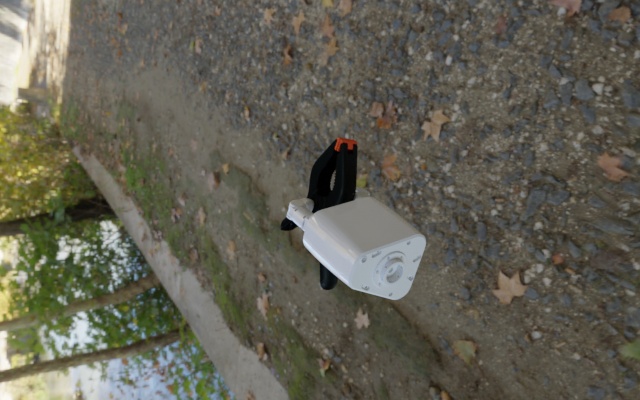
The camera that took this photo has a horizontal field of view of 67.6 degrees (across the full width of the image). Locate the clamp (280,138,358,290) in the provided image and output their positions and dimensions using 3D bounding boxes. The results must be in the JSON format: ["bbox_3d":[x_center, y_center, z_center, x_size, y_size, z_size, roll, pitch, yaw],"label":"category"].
[{"bbox_3d":[0.000,0.002,0.706,0.036,0.210,0.164,2,23,-34],"label":"clamp"}]
